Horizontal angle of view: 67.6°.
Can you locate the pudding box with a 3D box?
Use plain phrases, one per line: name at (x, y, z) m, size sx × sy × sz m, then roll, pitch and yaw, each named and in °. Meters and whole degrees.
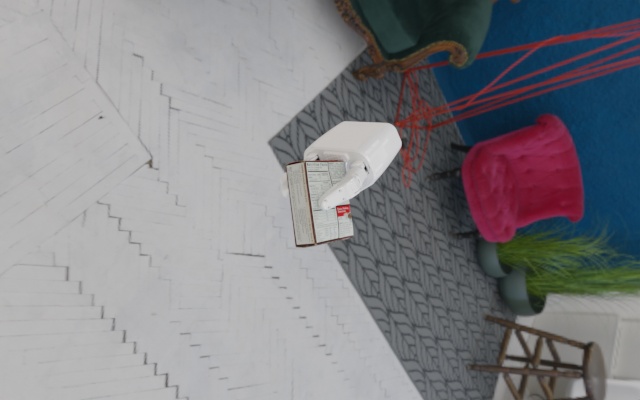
pudding box at (0.000, 0.002, 0.646) m, size 0.039 × 0.113 × 0.090 m, roll -11°, pitch -3°, yaw 39°
